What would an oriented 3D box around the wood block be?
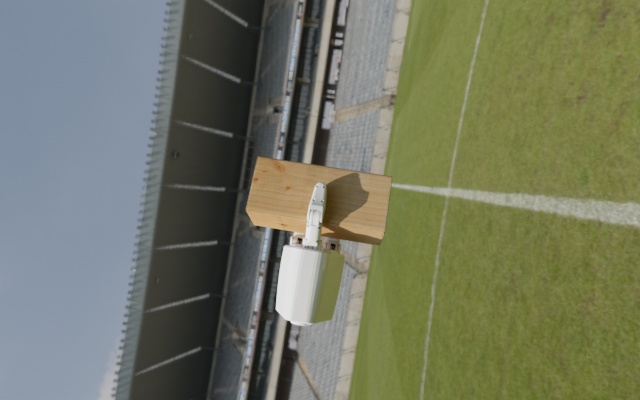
[{"bbox_3d":[0.000,0.003,0.743,0.206,0.090,0.091,9,-18,4],"label":"wood block"}]
